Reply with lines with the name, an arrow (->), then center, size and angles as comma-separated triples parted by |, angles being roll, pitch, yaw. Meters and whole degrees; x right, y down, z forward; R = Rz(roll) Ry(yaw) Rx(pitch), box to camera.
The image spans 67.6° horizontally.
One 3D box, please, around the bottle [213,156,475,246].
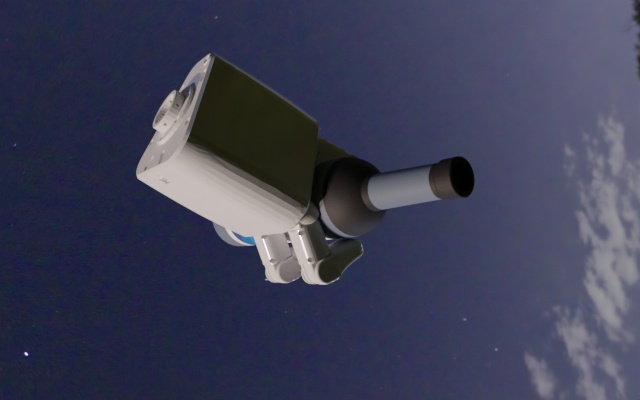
bottle -> 0.000, 0.001, 0.420 | 0.069, 0.069, 0.296 | 0, -6, -39
